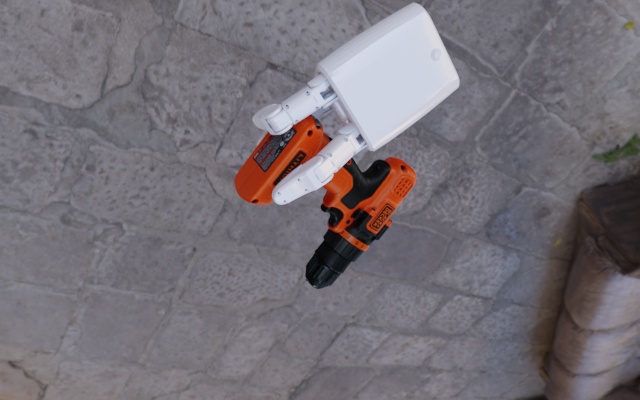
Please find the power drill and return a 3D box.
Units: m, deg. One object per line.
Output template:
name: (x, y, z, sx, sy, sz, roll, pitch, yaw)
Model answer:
power drill: (0.000, 0.001, 0.524, 0.188, 0.184, 0.057, 32, 8, -41)
